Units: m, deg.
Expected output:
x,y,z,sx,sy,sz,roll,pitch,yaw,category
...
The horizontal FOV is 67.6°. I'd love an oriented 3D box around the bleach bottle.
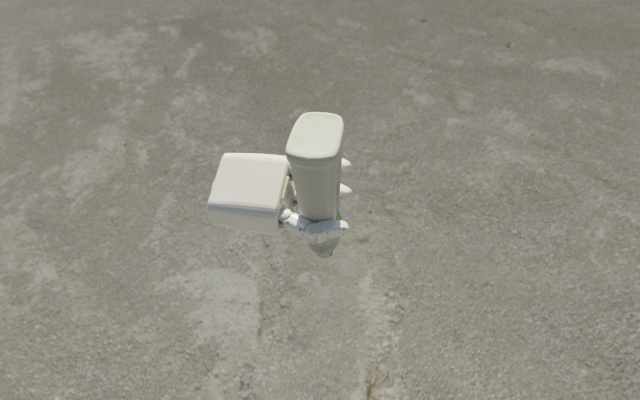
x,y,z,sx,sy,sz,roll,pitch,yaw,category
0.000,0.002,0.689,0.068,0.102,0.251,6,-44,9,bleach bottle
